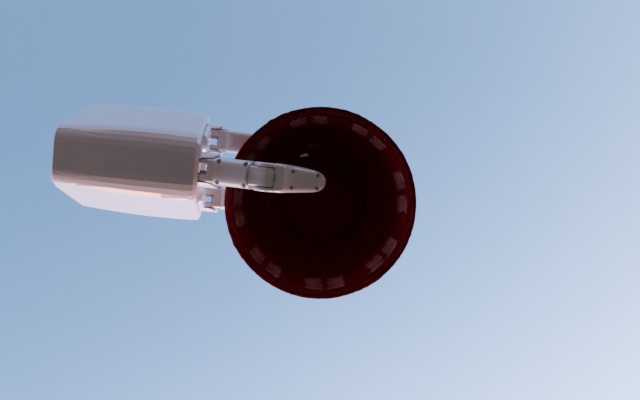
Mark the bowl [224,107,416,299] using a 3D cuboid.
[{"bbox_3d":[0.001,0.002,0.424,0.162,0.162,0.055,0,4,1],"label":"bowl"}]
